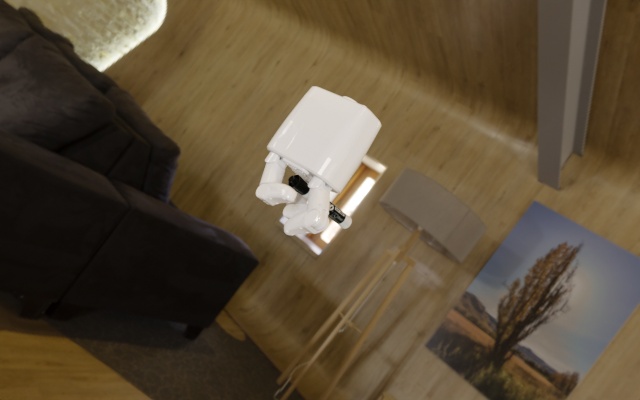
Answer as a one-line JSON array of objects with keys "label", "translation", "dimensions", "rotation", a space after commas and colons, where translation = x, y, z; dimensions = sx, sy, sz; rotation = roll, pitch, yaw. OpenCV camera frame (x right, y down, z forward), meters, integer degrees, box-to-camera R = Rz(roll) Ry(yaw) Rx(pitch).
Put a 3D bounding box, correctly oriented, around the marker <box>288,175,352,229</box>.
[{"label": "marker", "translation": [0.000, 0.002, 0.615], "dimensions": [0.020, 0.020, 0.121], "rotation": [0, -28, 42]}]
